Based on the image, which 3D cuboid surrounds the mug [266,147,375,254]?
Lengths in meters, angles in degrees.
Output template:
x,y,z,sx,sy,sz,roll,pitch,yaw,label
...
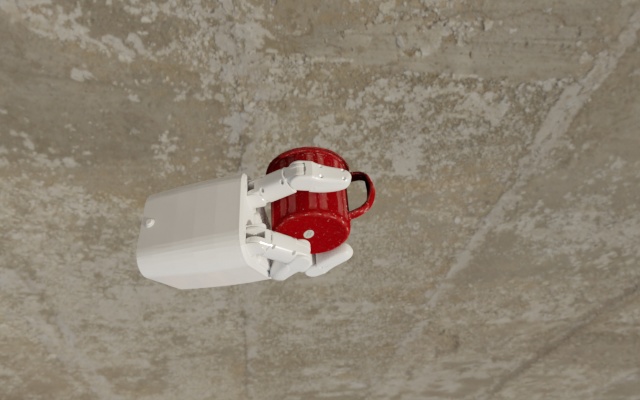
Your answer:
x,y,z,sx,sy,sz,roll,pitch,yaw,label
0.002,0.002,0.505,0.117,0.081,0.093,-10,-37,7,mug
